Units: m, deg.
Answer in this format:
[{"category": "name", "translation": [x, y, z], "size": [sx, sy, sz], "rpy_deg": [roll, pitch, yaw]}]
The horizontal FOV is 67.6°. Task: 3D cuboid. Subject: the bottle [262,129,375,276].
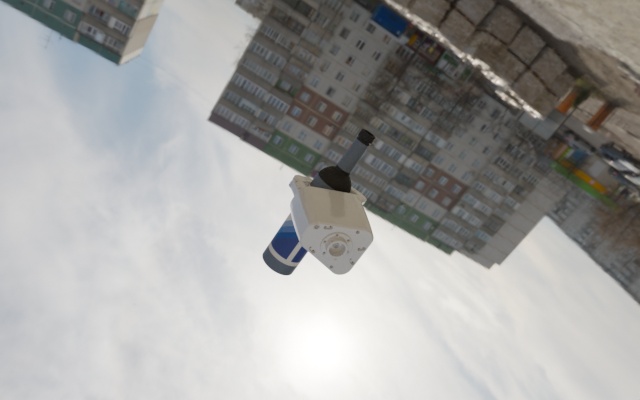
[{"category": "bottle", "translation": [0.000, 0.003, 0.833], "size": [0.069, 0.296, 0.069], "rpy_deg": [30, 21, -13]}]
